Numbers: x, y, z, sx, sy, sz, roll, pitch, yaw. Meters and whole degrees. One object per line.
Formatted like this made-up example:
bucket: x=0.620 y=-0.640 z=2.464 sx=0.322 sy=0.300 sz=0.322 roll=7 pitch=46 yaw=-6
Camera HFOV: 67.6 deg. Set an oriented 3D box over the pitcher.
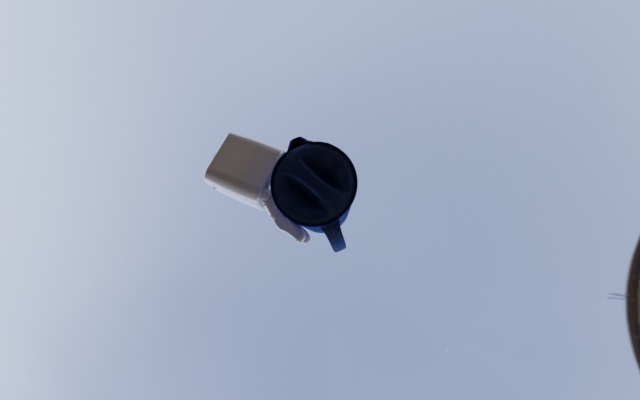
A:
pitcher: x=0.000 y=0.003 z=0.832 sx=0.145 sy=0.149 sz=0.243 roll=21 pitch=-8 yaw=7
